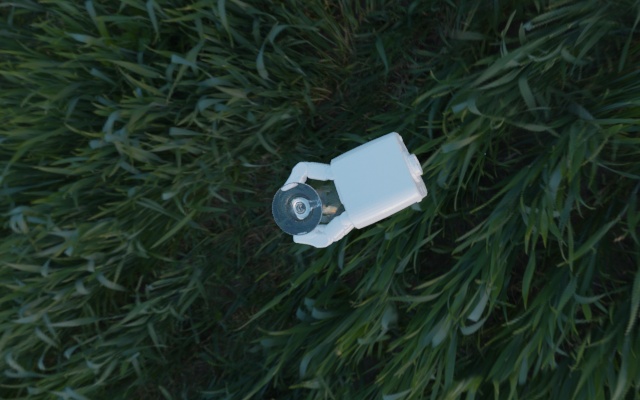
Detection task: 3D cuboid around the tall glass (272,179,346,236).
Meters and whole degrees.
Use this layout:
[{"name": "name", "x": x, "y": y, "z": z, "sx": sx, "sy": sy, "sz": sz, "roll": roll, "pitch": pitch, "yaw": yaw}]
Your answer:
[{"name": "tall glass", "x": 0.000, "y": 0.003, "z": 0.748, "sx": 0.079, "sy": 0.079, "sz": 0.201, "roll": 0, "pitch": 5, "yaw": 19}]
